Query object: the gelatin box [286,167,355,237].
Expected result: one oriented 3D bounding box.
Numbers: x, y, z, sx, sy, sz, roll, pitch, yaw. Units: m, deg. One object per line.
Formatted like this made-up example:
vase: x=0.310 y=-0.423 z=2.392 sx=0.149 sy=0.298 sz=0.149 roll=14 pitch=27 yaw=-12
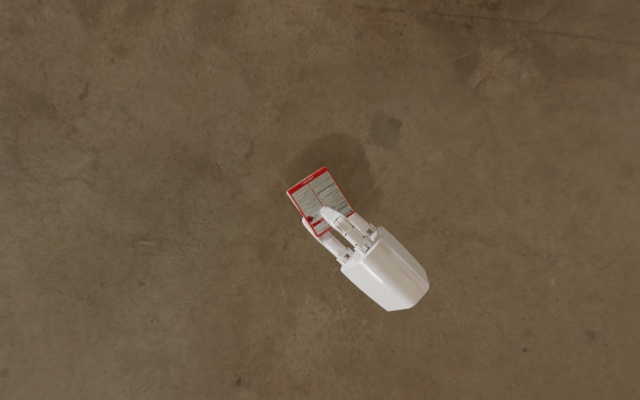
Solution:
gelatin box: x=0.000 y=0.002 z=0.755 sx=0.073 sy=0.089 sz=0.030 roll=-34 pitch=4 yaw=-6
